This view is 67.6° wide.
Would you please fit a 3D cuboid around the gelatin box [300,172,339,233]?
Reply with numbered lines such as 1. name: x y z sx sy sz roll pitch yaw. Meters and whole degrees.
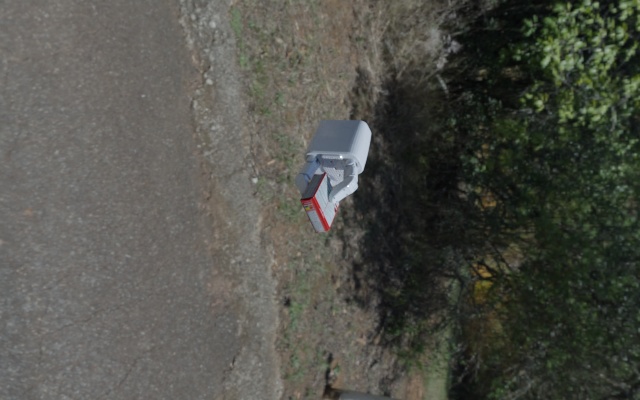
1. gelatin box: 0.000 0.003 0.862 0.030 0.073 0.089 -11 29 24
